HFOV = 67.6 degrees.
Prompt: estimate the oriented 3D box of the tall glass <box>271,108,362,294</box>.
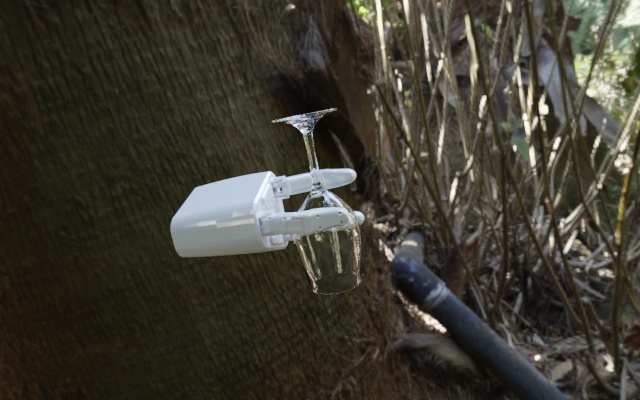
[{"bbox_3d":[0.000,0.001,0.543,0.079,0.201,0.079,-11,10,2],"label":"tall glass"}]
